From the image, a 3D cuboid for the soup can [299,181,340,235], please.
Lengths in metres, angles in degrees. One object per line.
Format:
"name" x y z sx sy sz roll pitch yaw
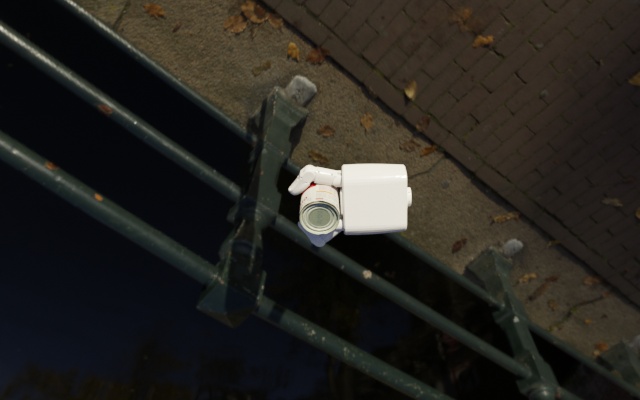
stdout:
"soup can" 0.000 0.003 0.808 0.068 0.068 0.102 0 33 2
